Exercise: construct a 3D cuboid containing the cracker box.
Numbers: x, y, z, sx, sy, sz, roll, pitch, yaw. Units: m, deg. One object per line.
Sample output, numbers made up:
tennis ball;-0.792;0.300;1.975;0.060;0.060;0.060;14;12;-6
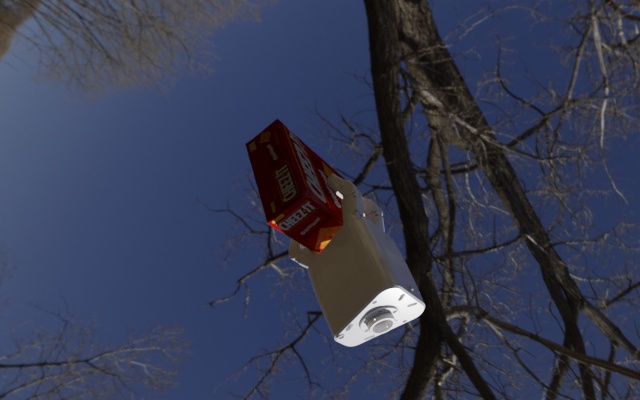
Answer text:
cracker box;0.000;0.002;0.691;0.072;0.164;0.214;-37;-45;15
